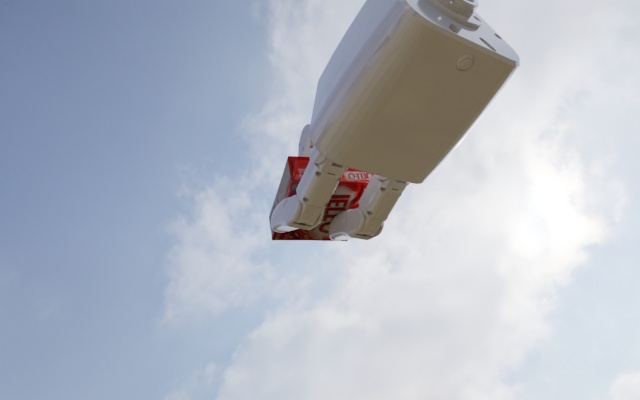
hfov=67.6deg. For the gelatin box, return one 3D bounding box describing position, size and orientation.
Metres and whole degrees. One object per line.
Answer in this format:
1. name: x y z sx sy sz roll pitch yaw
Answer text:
1. gelatin box: 0.000 0.001 0.411 0.073 0.030 0.089 2 -37 -18
